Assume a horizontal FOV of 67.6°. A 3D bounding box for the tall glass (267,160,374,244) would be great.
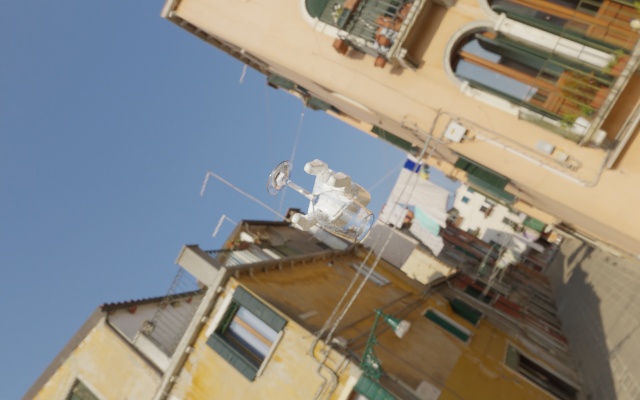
[{"bbox_3d":[0.000,0.003,0.887,0.201,0.079,0.079,31,13,22],"label":"tall glass"}]
